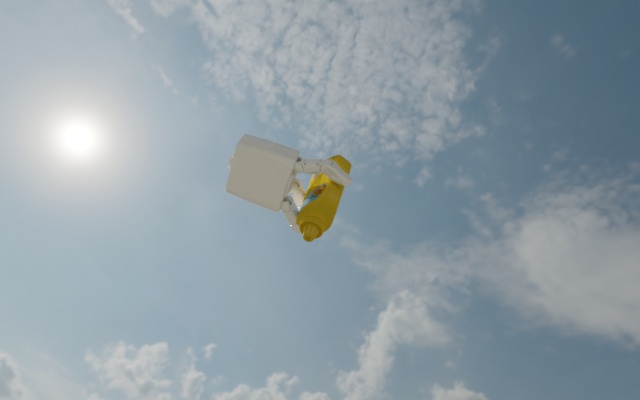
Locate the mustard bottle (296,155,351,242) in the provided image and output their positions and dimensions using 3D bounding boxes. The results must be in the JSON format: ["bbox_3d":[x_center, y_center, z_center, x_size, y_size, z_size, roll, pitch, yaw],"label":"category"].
[{"bbox_3d":[0.000,0.003,0.849,0.058,0.191,0.096,38,-52,-15],"label":"mustard bottle"}]
